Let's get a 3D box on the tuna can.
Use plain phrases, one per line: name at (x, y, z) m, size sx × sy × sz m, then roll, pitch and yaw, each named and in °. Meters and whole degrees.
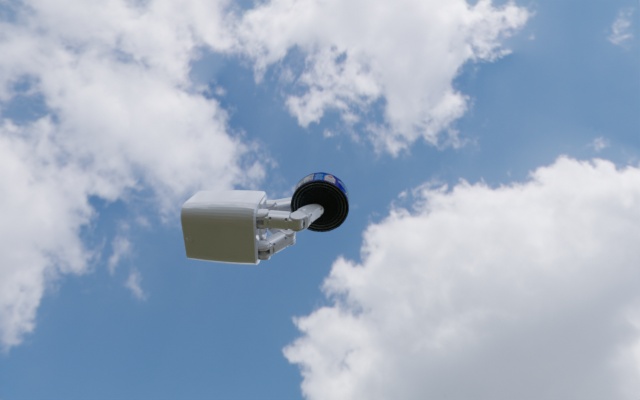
tuna can at (0.000, 0.002, 0.710) m, size 0.086 × 0.086 × 0.033 m, roll 0°, pitch 28°, yaw 6°
